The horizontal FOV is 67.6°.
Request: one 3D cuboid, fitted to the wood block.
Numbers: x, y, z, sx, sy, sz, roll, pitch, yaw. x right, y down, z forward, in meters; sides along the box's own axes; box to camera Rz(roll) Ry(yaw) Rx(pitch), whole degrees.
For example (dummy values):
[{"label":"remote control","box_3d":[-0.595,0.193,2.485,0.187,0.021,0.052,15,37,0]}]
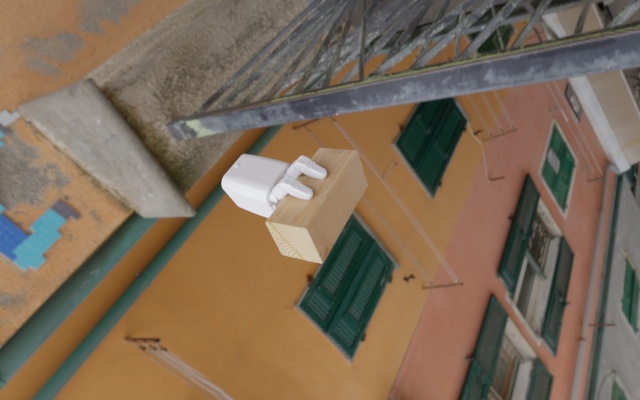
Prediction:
[{"label":"wood block","box_3d":[0.000,0.003,0.879,0.090,0.091,0.206,8,47,31]}]
